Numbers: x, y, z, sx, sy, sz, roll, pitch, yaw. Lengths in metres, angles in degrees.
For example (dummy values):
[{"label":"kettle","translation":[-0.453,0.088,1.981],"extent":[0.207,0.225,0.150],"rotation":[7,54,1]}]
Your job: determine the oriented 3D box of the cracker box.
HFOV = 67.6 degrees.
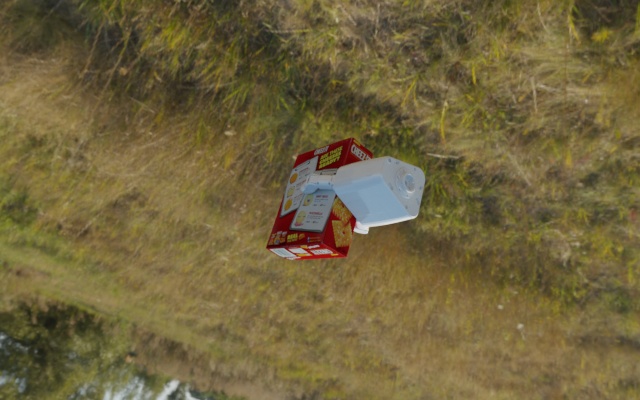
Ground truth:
[{"label":"cracker box","translation":[0.000,0.003,0.898],"extent":[0.072,0.213,0.164],"rotation":[34,-29,-33]}]
